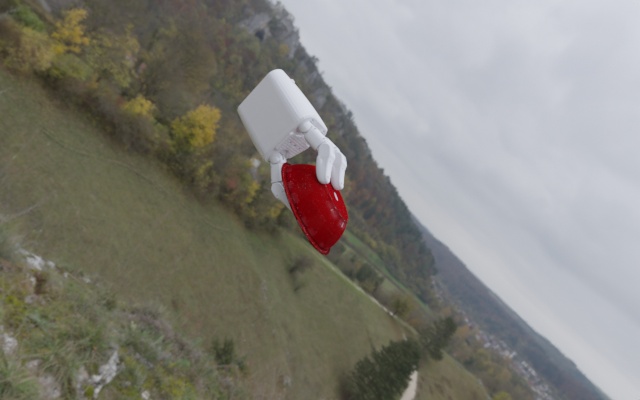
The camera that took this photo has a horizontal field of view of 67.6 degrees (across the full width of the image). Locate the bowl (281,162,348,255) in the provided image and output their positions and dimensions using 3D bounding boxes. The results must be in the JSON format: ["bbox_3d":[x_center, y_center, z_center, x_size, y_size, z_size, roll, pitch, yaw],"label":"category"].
[{"bbox_3d":[0.001,0.004,0.756,0.055,0.162,0.162,-24,-6,12],"label":"bowl"}]
